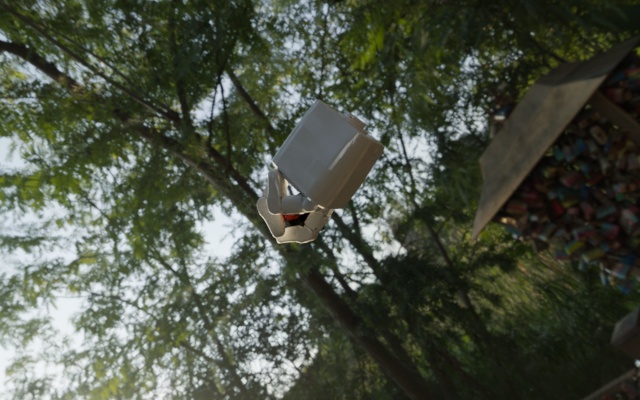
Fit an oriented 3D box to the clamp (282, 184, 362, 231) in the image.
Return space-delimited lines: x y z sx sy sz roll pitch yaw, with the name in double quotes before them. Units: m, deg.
"clamp" 0.000 0.002 0.727 0.039 0.120 0.171 40 13 17
